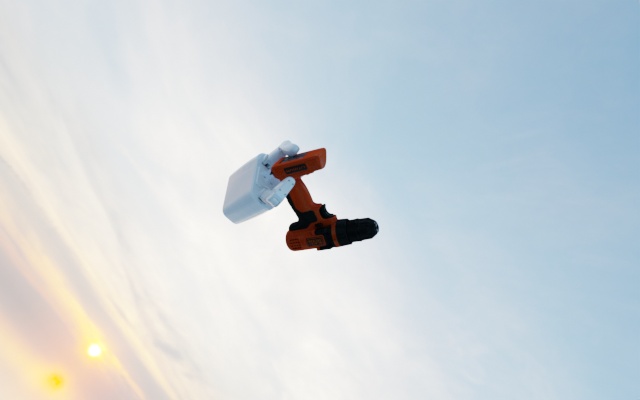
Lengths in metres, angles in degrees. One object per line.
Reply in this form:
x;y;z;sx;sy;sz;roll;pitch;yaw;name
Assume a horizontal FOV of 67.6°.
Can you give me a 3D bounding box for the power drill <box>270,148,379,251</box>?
0.000;0.002;0.873;0.184;0.188;0.057;-11;18;20;power drill
